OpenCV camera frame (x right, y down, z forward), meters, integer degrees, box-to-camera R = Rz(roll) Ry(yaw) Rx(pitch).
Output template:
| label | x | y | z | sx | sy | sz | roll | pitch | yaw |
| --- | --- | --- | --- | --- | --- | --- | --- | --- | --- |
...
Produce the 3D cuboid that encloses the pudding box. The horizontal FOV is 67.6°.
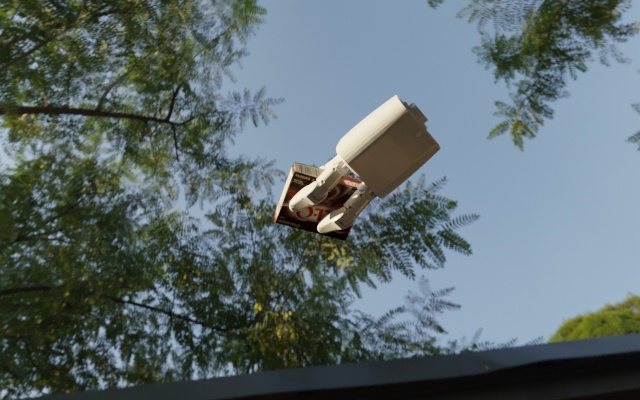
| label | x | y | z | sx | sy | sz | roll | pitch | yaw |
| --- | --- | --- | --- | --- | --- | --- | --- | --- | --- |
| pudding box | 0.000 | 0.002 | 0.687 | 0.113 | 0.090 | 0.039 | 16 | 28 | -11 |
